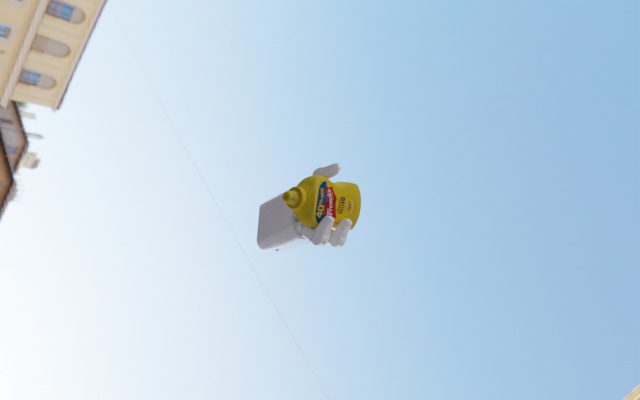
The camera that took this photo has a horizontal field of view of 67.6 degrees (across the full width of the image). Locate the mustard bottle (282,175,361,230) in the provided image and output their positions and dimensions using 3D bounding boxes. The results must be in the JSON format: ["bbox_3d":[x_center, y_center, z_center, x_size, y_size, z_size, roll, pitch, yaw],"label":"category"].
[{"bbox_3d":[0.001,0.003,0.897,0.058,0.096,0.191,9,0,40],"label":"mustard bottle"}]
